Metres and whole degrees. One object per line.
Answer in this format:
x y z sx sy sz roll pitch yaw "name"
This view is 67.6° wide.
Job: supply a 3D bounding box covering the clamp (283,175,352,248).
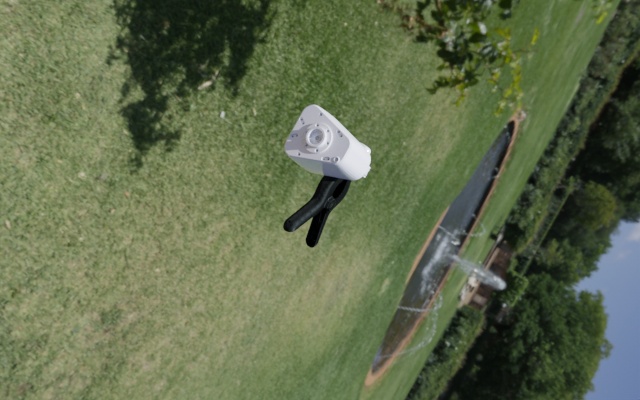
0.001 0.003 0.848 0.039 0.171 0.120 30 2 22 "clamp"
